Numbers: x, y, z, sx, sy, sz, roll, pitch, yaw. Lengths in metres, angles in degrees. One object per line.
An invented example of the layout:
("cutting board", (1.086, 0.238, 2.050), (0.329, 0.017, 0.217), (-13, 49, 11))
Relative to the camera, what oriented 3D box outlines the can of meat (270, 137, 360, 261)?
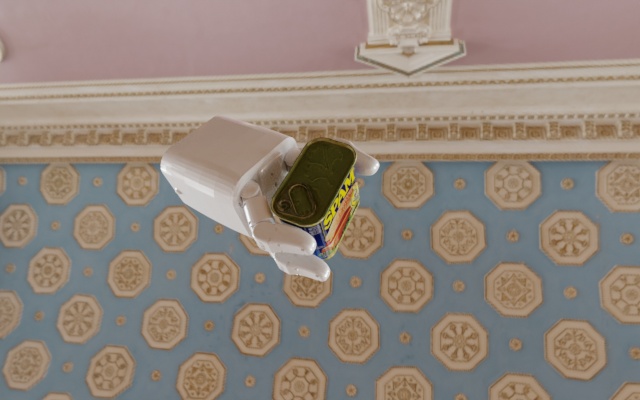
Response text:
("can of meat", (0.000, 0.002, 0.494), (0.057, 0.102, 0.084), (19, -28, 21))
